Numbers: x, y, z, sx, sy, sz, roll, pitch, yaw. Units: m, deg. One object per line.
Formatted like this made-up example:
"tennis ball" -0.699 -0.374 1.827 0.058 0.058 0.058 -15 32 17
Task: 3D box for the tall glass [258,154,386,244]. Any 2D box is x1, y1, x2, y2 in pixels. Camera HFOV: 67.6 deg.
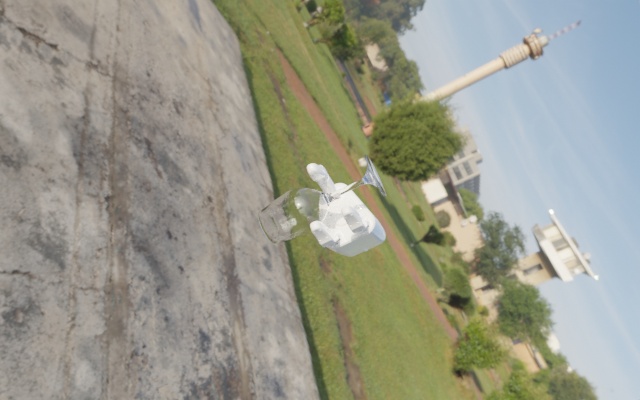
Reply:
"tall glass" 0.001 0.002 0.773 0.201 0.079 0.079 -26 -6 12
